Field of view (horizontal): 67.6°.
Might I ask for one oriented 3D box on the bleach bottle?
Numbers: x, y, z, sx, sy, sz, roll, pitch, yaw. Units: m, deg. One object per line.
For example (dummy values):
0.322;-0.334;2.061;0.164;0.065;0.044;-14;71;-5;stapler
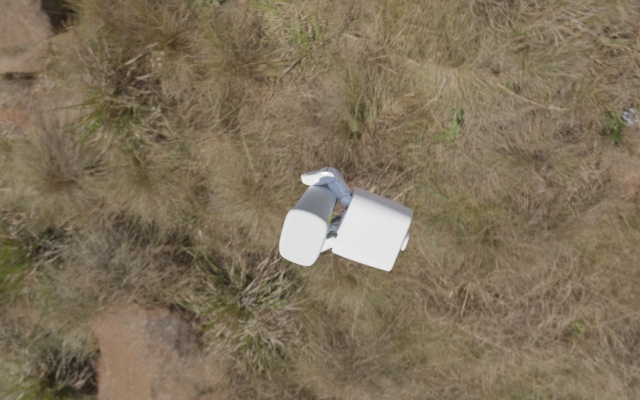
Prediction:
0.000;0.003;0.832;0.068;0.103;0.250;20;31;4;bleach bottle
